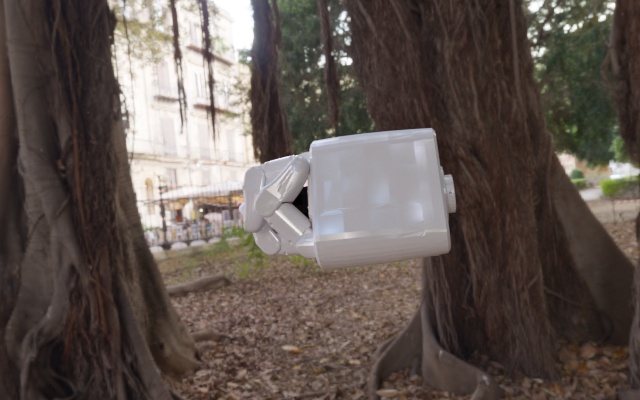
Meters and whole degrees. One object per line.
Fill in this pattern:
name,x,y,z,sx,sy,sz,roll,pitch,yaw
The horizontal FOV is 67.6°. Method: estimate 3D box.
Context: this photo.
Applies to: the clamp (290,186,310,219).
clamp,0.000,0.001,0.513,0.120,0.039,0.171,-8,-1,11
